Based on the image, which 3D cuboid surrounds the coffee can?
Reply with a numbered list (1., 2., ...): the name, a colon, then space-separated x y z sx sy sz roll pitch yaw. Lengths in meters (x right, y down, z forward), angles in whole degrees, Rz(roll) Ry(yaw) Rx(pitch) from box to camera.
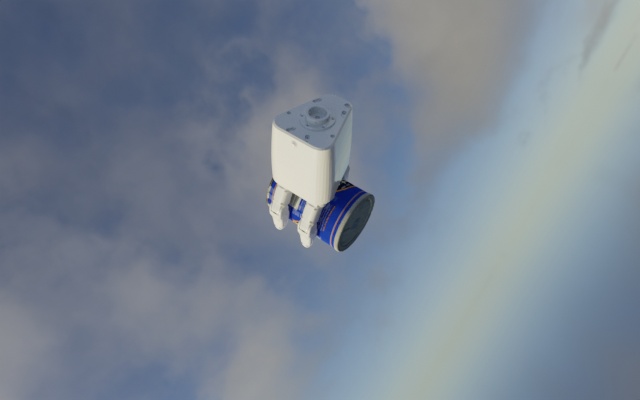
1. coffee can: 0.000 0.003 0.761 0.140 0.103 0.103 31 12 21
